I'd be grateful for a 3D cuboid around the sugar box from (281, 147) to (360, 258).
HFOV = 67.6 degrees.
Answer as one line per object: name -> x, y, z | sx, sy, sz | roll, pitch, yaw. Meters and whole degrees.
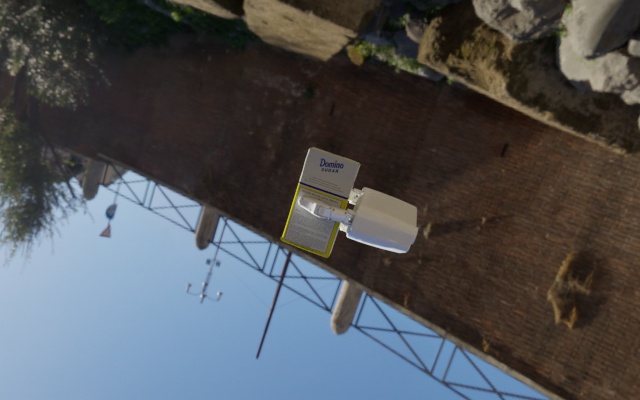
sugar box -> 0.000, 0.003, 0.849 | 0.093, 0.176, 0.048 | 20, 9, 5
